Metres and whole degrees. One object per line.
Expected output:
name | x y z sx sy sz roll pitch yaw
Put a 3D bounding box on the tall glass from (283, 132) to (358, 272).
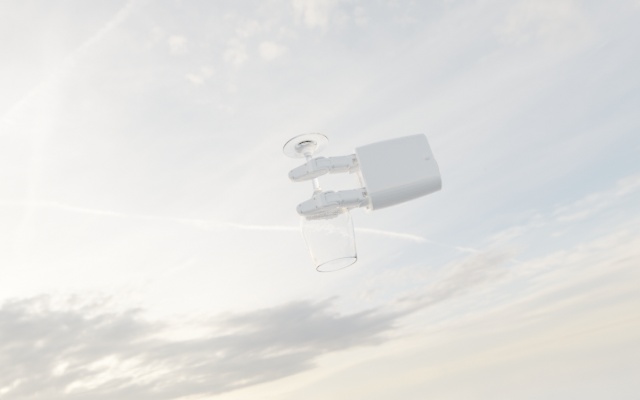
tall glass | 0.000 0.002 0.715 0.079 0.201 0.079 -12 -22 -5
